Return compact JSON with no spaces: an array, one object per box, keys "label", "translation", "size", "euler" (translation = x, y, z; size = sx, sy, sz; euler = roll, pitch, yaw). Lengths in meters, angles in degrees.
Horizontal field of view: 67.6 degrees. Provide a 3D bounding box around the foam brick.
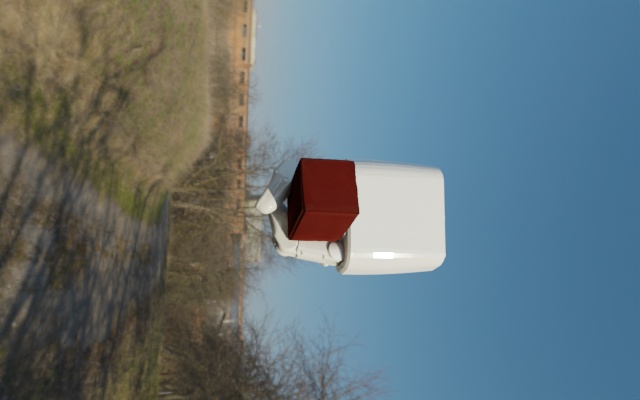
[{"label":"foam brick","translation":[0.000,0.001,0.444],"size":[0.051,0.053,0.078],"euler":[2,-24,-12]}]
